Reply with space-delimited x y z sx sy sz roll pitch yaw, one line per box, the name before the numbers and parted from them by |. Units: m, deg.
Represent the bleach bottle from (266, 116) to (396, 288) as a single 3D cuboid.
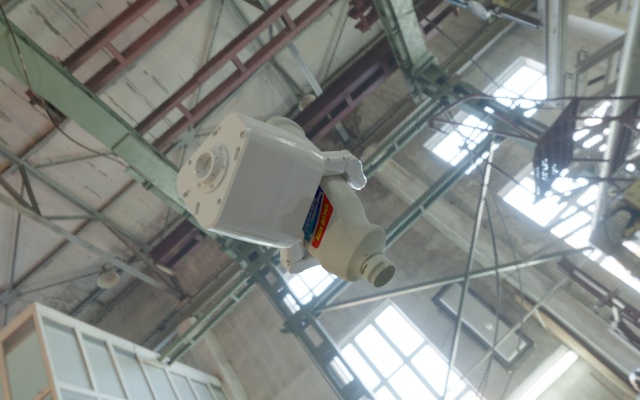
bleach bottle | 0.000 0.002 0.556 0.068 0.102 0.250 19 20 -48
